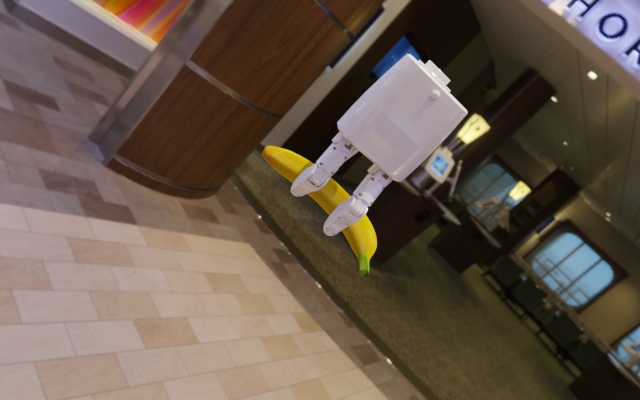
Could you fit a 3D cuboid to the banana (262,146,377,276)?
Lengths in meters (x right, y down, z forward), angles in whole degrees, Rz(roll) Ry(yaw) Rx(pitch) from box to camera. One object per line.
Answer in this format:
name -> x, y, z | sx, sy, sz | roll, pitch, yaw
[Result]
banana -> 0.009, 0.001, 0.597 | 0.037, 0.198, 0.069 | -44, -7, 25
